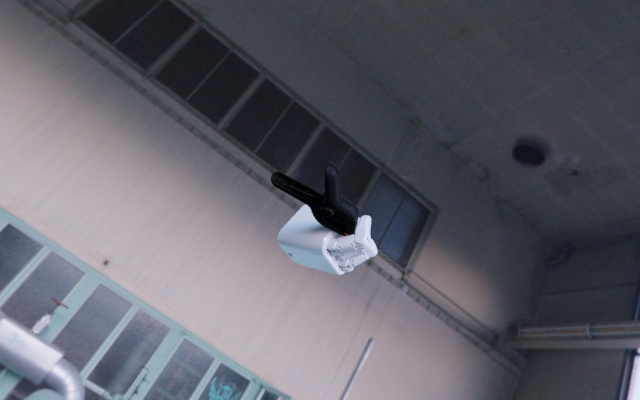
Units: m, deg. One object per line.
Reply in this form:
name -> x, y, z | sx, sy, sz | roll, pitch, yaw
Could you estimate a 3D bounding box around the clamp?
clamp -> 0.001, 0.002, 0.762 | 0.120, 0.039, 0.172 | 5, -38, 34
